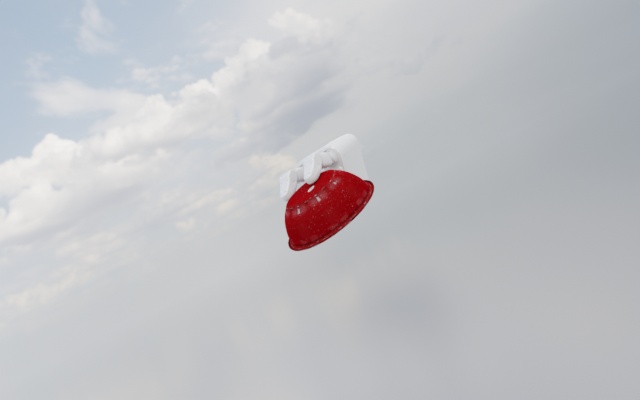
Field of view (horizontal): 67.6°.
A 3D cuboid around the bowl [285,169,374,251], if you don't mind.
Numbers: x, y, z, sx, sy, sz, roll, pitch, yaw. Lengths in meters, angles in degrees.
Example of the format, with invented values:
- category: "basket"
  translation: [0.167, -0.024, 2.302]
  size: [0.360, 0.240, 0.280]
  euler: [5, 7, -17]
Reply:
- category: "bowl"
  translation: [0.000, 0.003, 0.722]
  size: [0.162, 0.055, 0.162]
  euler: [-34, 18, 12]
